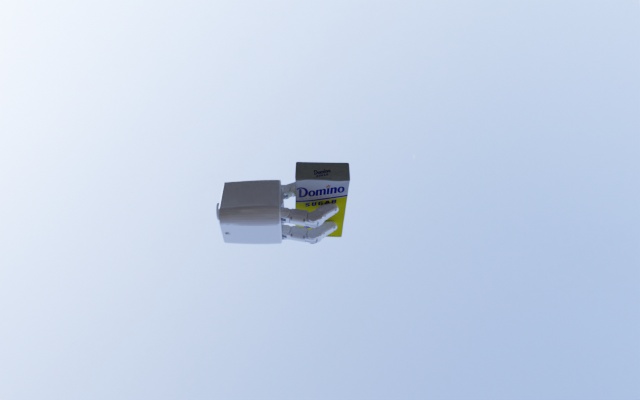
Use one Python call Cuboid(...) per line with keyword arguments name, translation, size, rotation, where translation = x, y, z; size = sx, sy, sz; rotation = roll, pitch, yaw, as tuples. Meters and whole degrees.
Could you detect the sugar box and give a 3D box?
Cuboid(name="sugar box", translation=(0.000, 0.003, 0.859), size=(0.093, 0.048, 0.176), rotation=(1, -34, -2))
